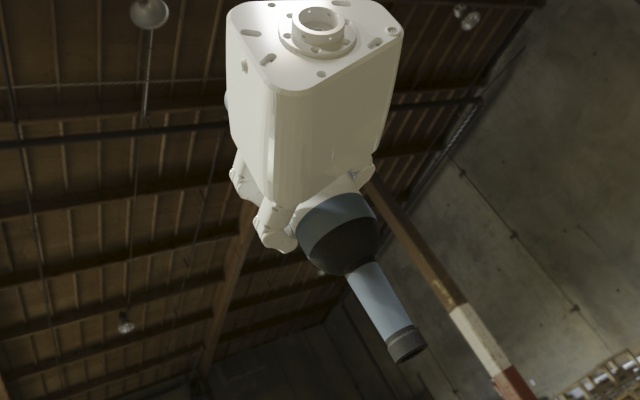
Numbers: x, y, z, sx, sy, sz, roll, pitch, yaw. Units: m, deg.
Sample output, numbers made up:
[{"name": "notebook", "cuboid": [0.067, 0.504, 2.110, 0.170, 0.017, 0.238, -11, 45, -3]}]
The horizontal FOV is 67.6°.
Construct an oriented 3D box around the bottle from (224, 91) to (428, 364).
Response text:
[{"name": "bottle", "cuboid": [0.000, 0.001, 0.416, 0.069, 0.295, 0.069, -23, -29, -14]}]
